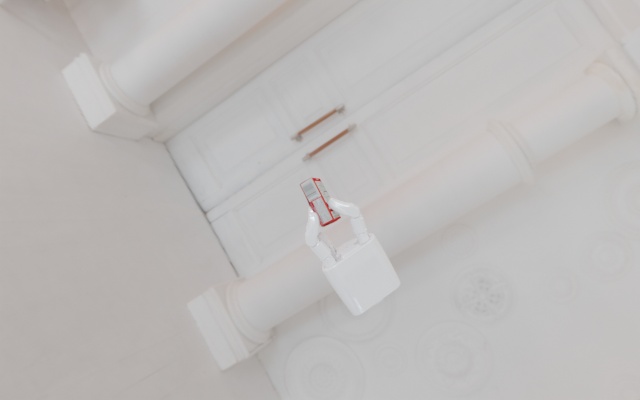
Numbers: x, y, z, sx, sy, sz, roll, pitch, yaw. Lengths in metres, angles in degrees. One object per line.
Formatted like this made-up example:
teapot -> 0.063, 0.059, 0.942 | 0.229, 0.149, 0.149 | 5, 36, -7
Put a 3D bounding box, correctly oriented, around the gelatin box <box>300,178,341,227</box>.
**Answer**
gelatin box -> 0.000, 0.002, 0.878 | 0.030, 0.089, 0.073 | -28, -4, 11
